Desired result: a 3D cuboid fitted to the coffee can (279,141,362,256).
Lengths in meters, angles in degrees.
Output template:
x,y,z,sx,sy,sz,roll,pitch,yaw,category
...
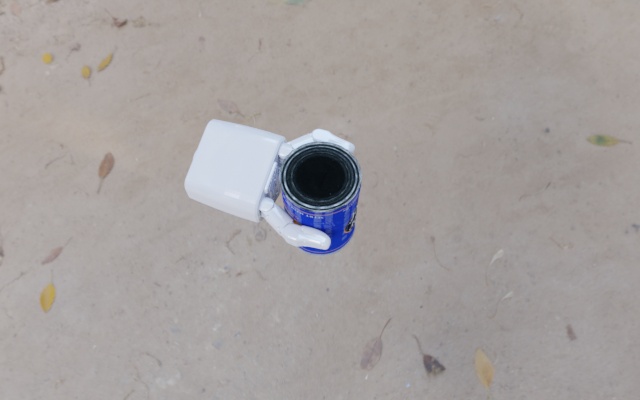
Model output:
x,y,z,sx,sy,sz,roll,pitch,yaw,category
0.000,0.002,0.646,0.103,0.102,0.140,0,-29,0,coffee can
